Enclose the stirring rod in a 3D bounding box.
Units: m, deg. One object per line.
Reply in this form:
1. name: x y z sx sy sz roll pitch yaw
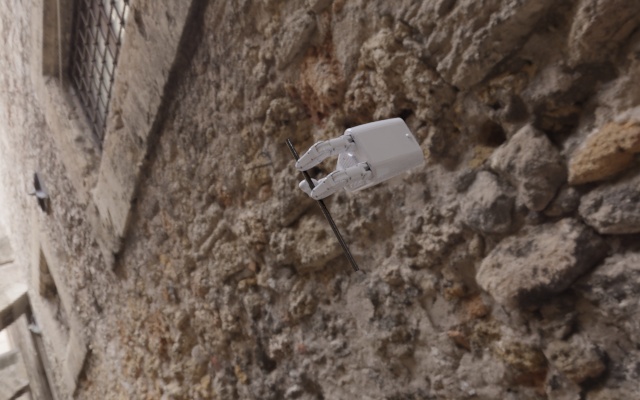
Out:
1. stirring rod: 0.000 0.003 0.743 0.011 0.239 0.011 -25 -18 -9
